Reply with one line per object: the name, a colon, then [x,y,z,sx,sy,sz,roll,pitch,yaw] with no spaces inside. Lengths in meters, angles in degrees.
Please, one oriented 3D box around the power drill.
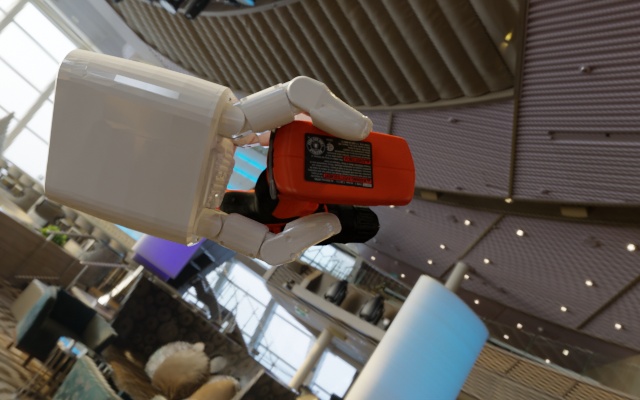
power drill: [0.000,0.001,0.410,0.184,0.057,0.188,4,-18,-22]
